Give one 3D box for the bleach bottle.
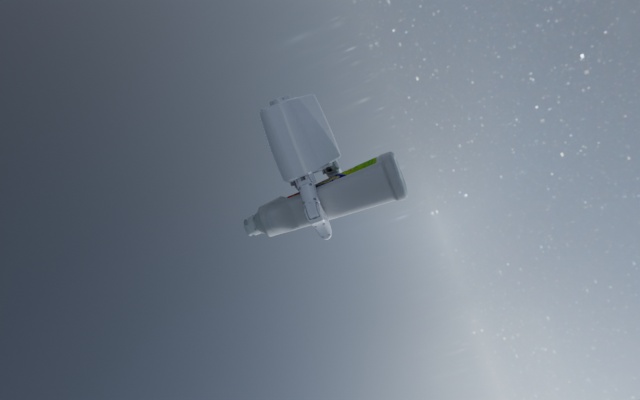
[{"bbox_3d":[0.000,0.002,0.711,0.251,0.068,0.102,-20,8,12],"label":"bleach bottle"}]
